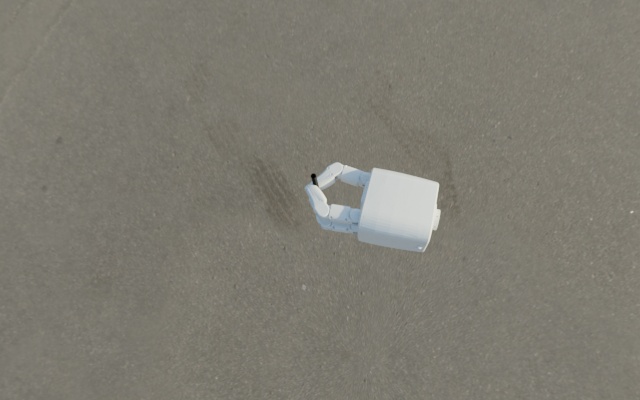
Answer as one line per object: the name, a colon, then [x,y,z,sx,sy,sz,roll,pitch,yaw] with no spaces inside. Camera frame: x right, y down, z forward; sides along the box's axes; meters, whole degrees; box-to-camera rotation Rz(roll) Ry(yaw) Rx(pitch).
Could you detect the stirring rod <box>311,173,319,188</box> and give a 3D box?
stirring rod: [0.000,0.003,0.810,0.011,0.011,0.240,0,-19,5]
